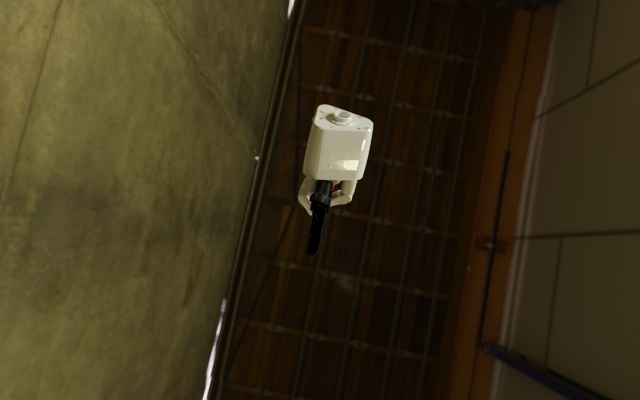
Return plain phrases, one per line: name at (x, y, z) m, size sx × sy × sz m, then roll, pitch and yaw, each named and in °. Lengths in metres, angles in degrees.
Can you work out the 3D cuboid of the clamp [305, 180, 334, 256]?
clamp at (0.001, 0.003, 0.858) m, size 0.039 × 0.120 × 0.171 m, roll 12°, pitch 38°, yaw 0°
